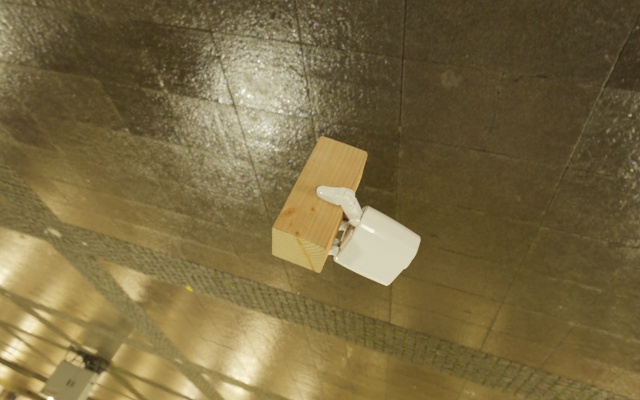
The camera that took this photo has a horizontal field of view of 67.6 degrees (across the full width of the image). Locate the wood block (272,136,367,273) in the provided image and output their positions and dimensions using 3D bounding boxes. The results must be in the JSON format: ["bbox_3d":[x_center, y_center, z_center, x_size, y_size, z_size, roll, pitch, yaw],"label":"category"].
[{"bbox_3d":[0.000,0.003,0.810,0.090,0.206,0.091,21,-34,7],"label":"wood block"}]
